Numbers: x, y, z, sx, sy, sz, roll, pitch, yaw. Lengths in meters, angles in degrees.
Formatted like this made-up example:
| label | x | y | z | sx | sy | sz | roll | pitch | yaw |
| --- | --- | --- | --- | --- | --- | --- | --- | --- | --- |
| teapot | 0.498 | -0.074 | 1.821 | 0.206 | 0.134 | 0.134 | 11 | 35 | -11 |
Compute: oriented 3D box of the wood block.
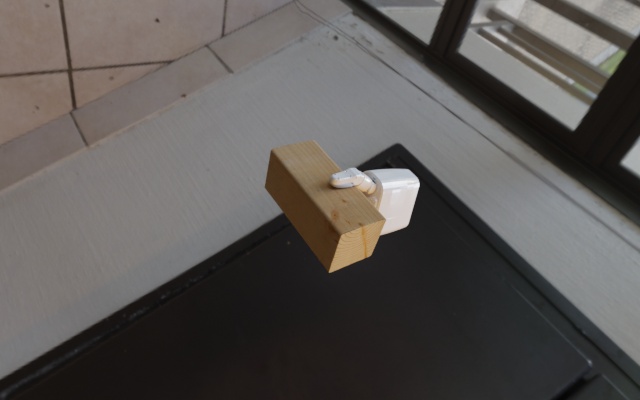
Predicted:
| label | x | y | z | sx | sy | sz | roll | pitch | yaw |
| --- | --- | --- | --- | --- | --- | --- | --- | --- | --- |
| wood block | 0.001 | 0.002 | 0.781 | 0.090 | 0.091 | 0.206 | -17 | 51 | -32 |
